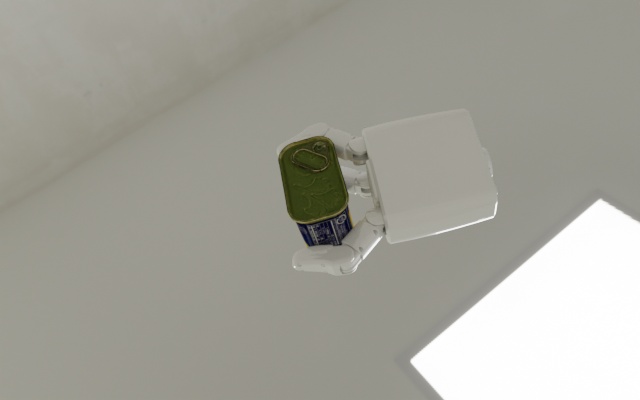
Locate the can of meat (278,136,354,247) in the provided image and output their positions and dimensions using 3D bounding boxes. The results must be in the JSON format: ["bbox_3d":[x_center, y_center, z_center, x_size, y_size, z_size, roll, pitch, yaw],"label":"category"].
[{"bbox_3d":[0.000,0.002,0.479,0.057,0.102,0.084,-16,-39,3],"label":"can of meat"}]
